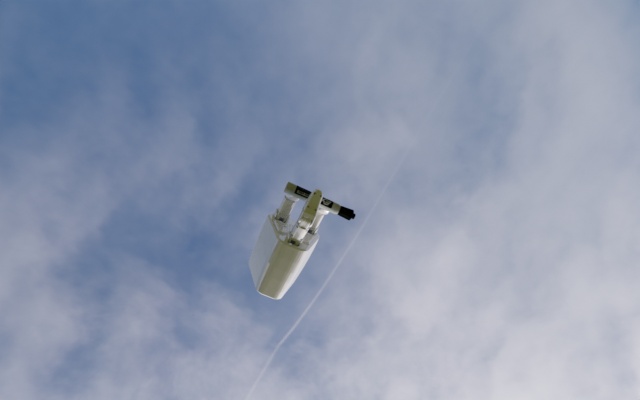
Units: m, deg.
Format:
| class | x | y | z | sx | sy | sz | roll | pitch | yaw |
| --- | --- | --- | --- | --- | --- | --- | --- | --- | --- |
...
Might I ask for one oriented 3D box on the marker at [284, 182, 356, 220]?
| class | x | y | z | sx | sy | sz | roll | pitch | yaw |
| --- | --- | --- | --- | --- | --- | --- | --- | --- | --- |
| marker | 0.000 | 0.002 | 0.761 | 0.121 | 0.020 | 0.020 | 24 | -4 | -9 |
